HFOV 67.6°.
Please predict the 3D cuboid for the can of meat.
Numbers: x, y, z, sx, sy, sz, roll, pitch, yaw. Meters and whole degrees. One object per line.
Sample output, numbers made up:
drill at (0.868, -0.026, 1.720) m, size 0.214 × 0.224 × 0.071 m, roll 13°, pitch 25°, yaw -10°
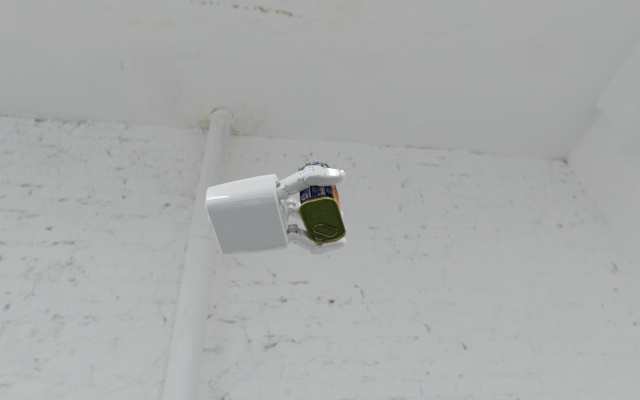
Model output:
can of meat at (0.000, 0.002, 0.735) m, size 0.057 × 0.083 × 0.102 m, roll -13°, pitch -43°, yaw 6°
